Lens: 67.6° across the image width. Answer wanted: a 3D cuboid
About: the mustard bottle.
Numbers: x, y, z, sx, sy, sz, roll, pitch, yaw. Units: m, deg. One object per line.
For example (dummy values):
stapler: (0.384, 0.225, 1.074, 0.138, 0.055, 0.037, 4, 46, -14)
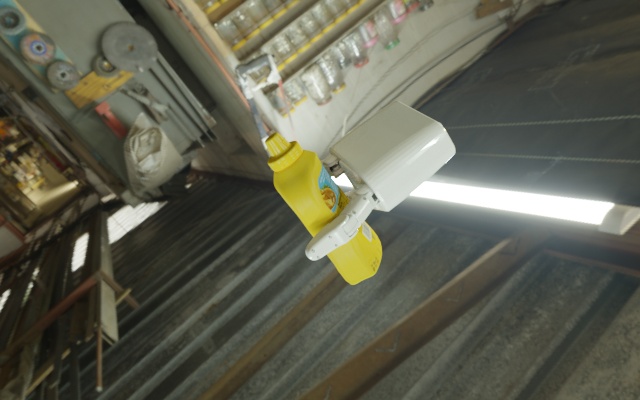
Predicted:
mustard bottle: (0.000, 0.002, 0.552, 0.058, 0.192, 0.096, -29, 23, 18)
